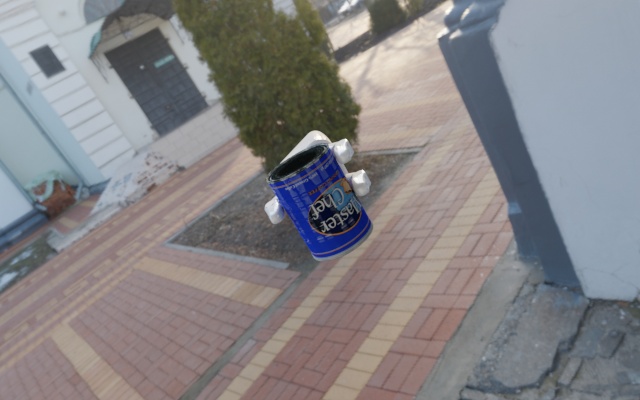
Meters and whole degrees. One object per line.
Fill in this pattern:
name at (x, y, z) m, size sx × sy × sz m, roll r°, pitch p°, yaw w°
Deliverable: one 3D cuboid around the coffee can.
coffee can at (0.000, 0.002, 0.694) m, size 0.103 × 0.140 × 0.102 m, roll -27°, pitch 19°, yaw 10°
